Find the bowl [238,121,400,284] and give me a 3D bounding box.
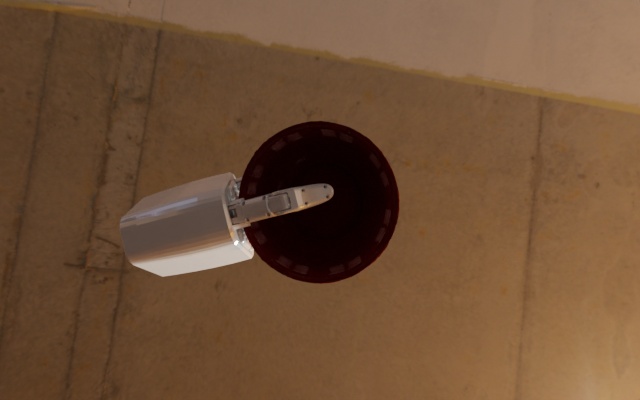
[{"bbox_3d":[0.001,0.002,0.498,0.162,0.162,0.055,0,1,8],"label":"bowl"}]
